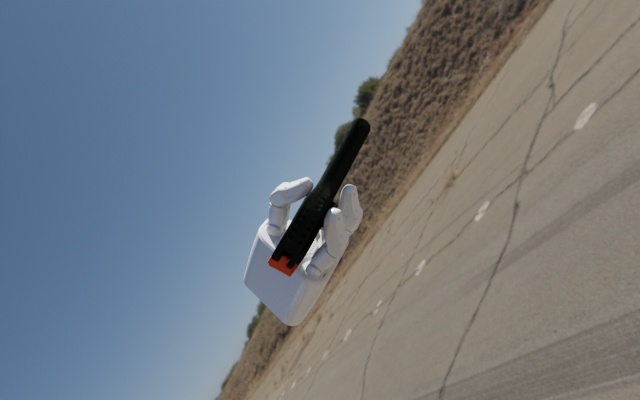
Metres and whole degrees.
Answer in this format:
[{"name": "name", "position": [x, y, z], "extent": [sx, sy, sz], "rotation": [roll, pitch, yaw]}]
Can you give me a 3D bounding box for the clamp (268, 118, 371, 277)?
[{"name": "clamp", "position": [-0.001, 0.002, 0.570], "extent": [0.036, 0.165, 0.210], "rotation": [27, 39, 7]}]
